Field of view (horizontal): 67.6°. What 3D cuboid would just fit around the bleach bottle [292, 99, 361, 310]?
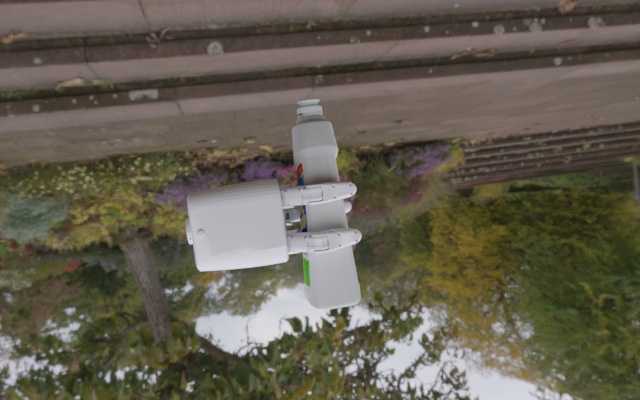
[{"bbox_3d":[0.000,0.002,0.602,0.068,0.251,0.102,-8,3,-8],"label":"bleach bottle"}]
